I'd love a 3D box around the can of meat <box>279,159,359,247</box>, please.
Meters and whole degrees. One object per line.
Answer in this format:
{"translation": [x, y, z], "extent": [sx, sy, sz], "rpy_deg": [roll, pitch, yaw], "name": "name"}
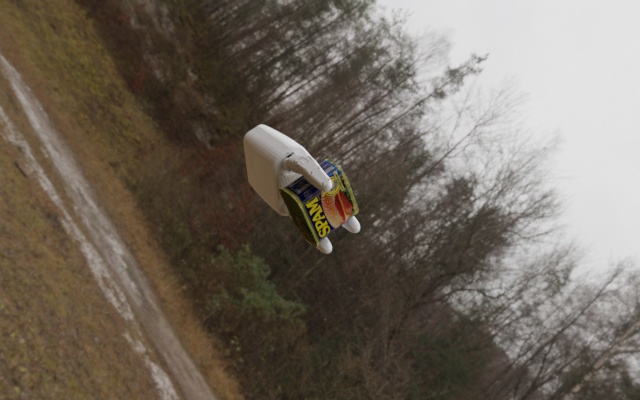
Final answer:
{"translation": [0.000, 0.002, 0.691], "extent": [0.084, 0.102, 0.057], "rpy_deg": [-36, 39, -17], "name": "can of meat"}
